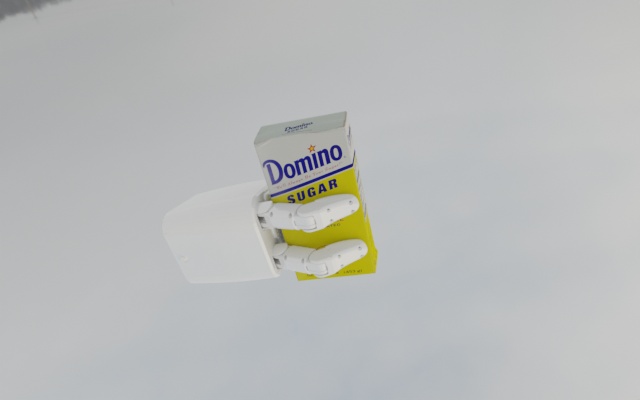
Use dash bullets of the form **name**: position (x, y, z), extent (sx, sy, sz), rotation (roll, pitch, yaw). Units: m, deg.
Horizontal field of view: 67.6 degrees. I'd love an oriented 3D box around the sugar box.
- **sugar box**: position (0.000, 0.002, 0.502), extent (0.093, 0.176, 0.048), rotation (-9, 32, 13)
